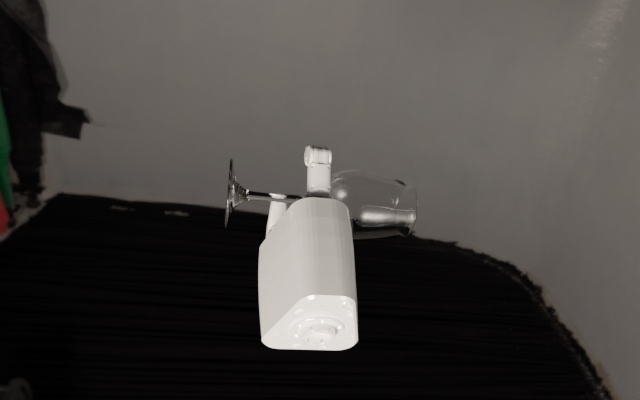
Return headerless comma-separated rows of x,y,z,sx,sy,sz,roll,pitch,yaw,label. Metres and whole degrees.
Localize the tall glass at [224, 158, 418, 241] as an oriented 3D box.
-0.001,0.001,0.518,0.201,0.079,0.079,5,-1,-11,tall glass
